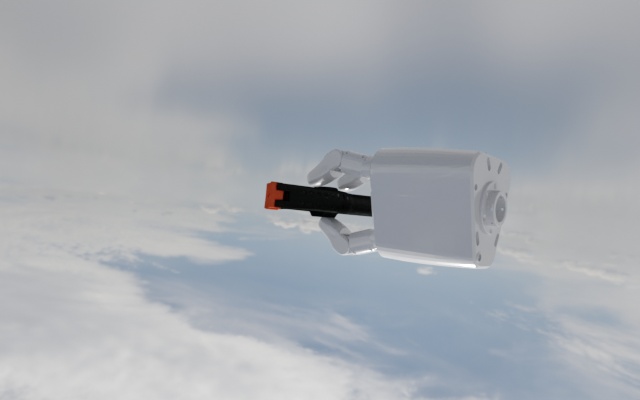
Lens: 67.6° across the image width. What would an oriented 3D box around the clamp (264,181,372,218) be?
[{"bbox_3d":[0.000,0.003,0.573,0.164,0.036,0.210,3,-2,42],"label":"clamp"}]
